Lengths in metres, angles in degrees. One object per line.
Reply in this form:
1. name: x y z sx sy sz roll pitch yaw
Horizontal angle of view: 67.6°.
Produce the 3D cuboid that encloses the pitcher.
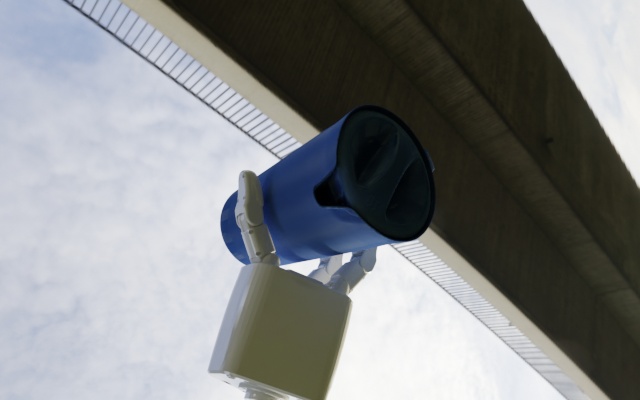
1. pitcher: 0.000 0.002 0.530 0.149 0.145 0.243 32 -34 -29
